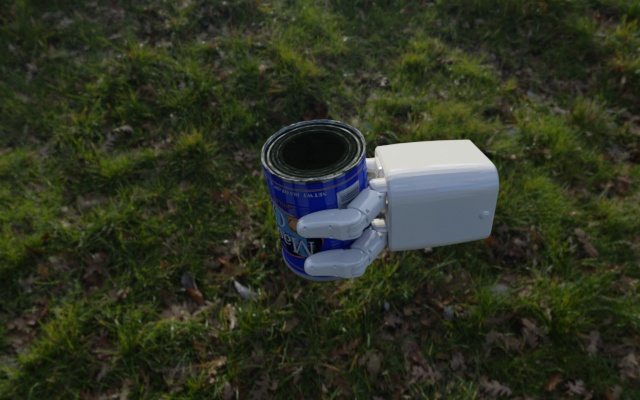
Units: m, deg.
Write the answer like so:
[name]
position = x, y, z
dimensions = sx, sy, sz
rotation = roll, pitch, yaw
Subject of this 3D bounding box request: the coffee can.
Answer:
[coffee can]
position = 0.000, 0.002, 0.505
dimensions = 0.103, 0.140, 0.102
rotation = -4, 41, 4
